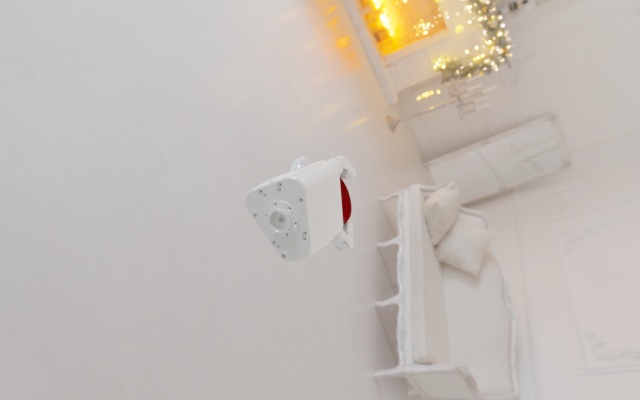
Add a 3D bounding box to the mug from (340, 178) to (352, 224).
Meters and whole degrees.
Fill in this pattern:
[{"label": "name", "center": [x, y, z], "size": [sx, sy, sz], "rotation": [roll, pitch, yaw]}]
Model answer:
[{"label": "mug", "center": [0.001, 0.002, 0.748], "size": [0.081, 0.093, 0.117], "rotation": [-18, 6, 27]}]
